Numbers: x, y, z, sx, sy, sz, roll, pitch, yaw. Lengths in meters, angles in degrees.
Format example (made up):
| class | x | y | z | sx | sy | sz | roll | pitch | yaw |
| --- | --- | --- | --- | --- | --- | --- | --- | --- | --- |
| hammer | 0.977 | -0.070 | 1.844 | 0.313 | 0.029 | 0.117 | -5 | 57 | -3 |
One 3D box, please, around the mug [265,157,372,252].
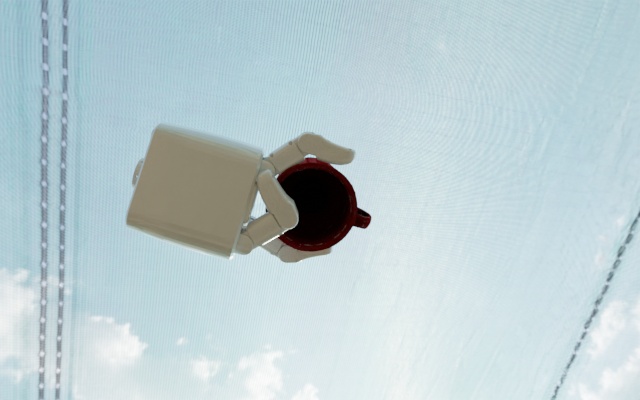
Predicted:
| class | x | y | z | sx | sy | sz | roll | pitch | yaw |
| --- | --- | --- | --- | --- | --- | --- | --- | --- | --- |
| mug | 0.001 | 0.002 | 0.520 | 0.117 | 0.093 | 0.081 | 17 | 12 | -8 |
